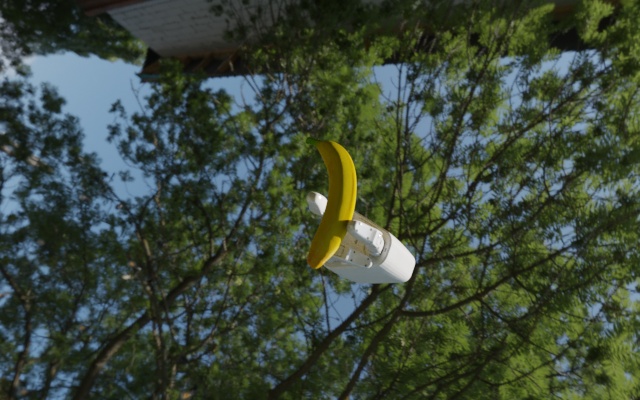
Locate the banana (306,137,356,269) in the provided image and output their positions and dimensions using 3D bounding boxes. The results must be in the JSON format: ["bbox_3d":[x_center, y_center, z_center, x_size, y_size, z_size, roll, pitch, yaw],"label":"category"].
[{"bbox_3d":[0.016,-0.005,0.645,0.069,0.197,0.037,-15,-31,26],"label":"banana"}]
